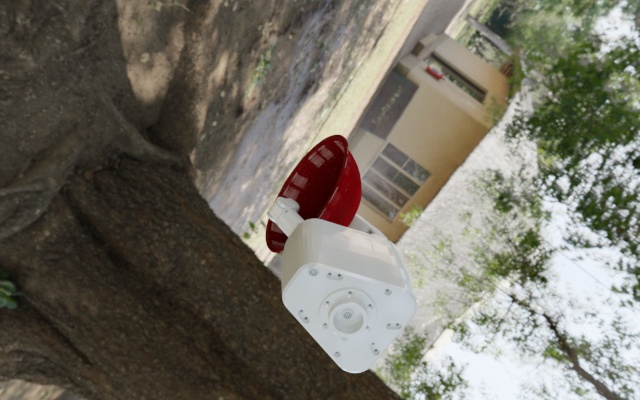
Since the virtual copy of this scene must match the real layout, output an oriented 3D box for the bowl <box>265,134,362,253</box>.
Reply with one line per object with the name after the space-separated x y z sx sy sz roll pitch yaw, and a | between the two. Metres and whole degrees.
0.000 0.001 0.581 0.055 0.162 0.162 32 -14 -23 | bowl
